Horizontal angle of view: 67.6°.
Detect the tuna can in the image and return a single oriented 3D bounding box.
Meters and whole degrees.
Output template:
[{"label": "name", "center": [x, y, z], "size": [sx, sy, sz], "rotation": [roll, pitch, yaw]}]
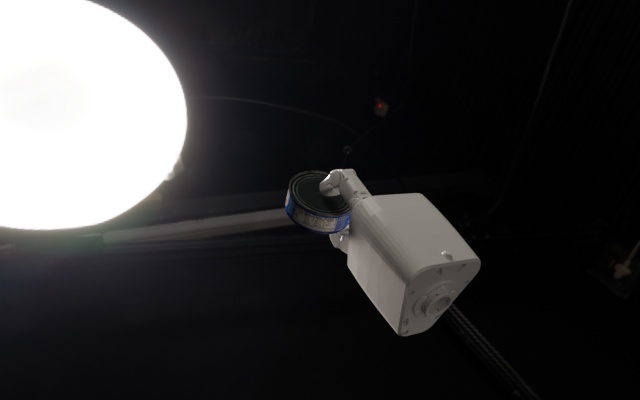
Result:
[{"label": "tuna can", "center": [0.000, 0.002, 0.590], "size": [0.086, 0.034, 0.086], "rotation": [11, 37, -8]}]
